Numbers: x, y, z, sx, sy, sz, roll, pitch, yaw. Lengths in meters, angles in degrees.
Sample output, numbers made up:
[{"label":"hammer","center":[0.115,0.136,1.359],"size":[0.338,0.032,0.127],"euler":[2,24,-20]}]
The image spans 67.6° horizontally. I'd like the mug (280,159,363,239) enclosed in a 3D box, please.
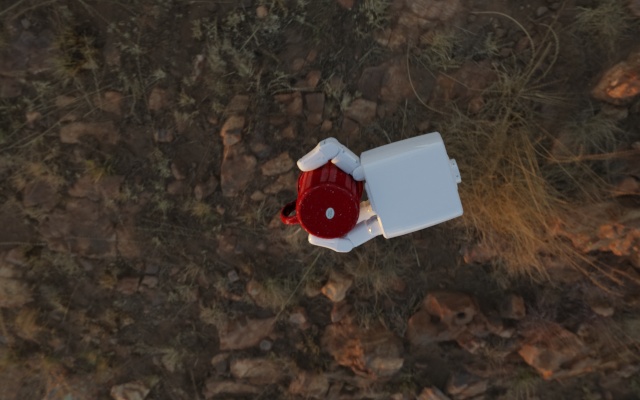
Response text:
[{"label":"mug","center":[-0.001,0.003,0.636],"size":[0.117,0.093,0.081],"euler":[-18,23,12]}]
